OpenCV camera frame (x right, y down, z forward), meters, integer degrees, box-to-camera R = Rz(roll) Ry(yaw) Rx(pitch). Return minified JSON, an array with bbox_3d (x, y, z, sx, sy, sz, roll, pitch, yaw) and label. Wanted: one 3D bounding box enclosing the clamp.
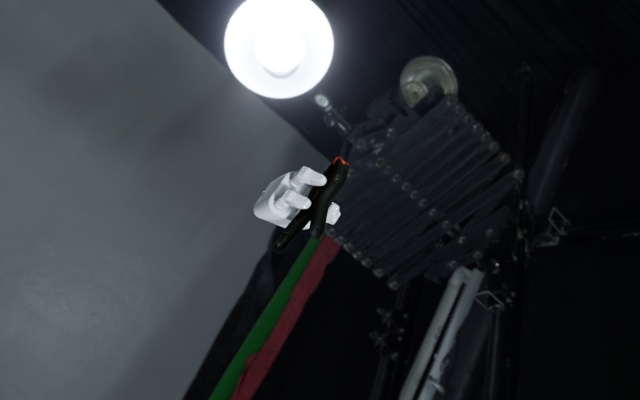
[{"bbox_3d":[0.001,0.003,0.861,0.036,0.210,0.164,40,-23,-16],"label":"clamp"}]
